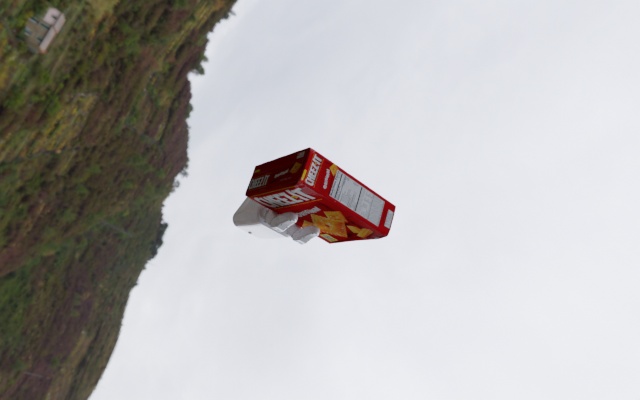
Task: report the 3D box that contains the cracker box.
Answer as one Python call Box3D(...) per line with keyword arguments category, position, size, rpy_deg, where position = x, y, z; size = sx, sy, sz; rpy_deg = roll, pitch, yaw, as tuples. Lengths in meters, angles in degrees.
Box3D(category="cracker box", position=(0.000, 0.003, 0.846), size=(0.214, 0.072, 0.164), rpy_deg=(31, -27, -32))
